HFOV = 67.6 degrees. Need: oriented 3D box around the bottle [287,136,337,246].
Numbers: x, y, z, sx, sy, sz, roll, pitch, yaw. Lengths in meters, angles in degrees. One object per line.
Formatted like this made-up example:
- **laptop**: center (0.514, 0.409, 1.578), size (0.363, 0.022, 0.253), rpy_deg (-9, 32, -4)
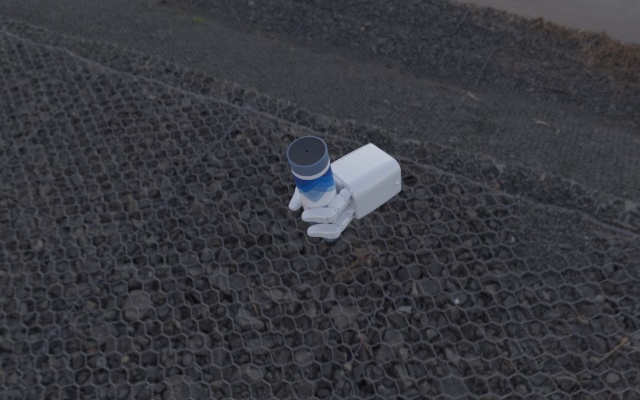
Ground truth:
- **bottle**: center (0.000, 0.003, 0.893), size (0.069, 0.069, 0.296), rpy_deg (0, -34, 11)
